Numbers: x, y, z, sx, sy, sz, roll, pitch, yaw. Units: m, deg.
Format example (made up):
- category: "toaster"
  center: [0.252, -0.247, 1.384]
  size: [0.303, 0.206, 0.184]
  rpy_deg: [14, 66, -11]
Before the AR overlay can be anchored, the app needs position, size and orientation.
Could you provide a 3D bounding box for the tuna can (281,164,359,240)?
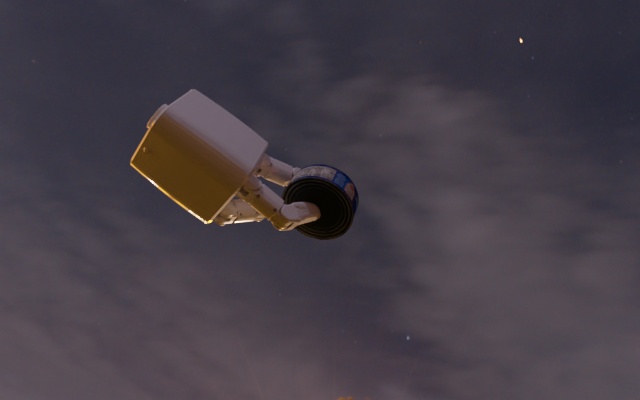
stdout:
- category: "tuna can"
  center: [0.000, 0.002, 0.551]
  size: [0.086, 0.086, 0.033]
  rpy_deg: [0, 34, 20]
